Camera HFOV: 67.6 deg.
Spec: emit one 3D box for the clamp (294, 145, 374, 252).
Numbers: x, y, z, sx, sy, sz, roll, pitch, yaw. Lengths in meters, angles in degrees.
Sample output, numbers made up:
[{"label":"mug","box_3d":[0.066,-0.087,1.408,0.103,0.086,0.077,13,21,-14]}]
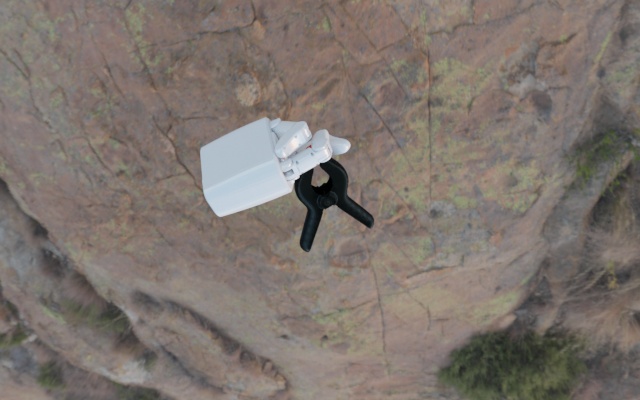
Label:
[{"label":"clamp","box_3d":[0.000,0.002,0.701,0.120,0.171,0.039,-31,32,-3]}]
